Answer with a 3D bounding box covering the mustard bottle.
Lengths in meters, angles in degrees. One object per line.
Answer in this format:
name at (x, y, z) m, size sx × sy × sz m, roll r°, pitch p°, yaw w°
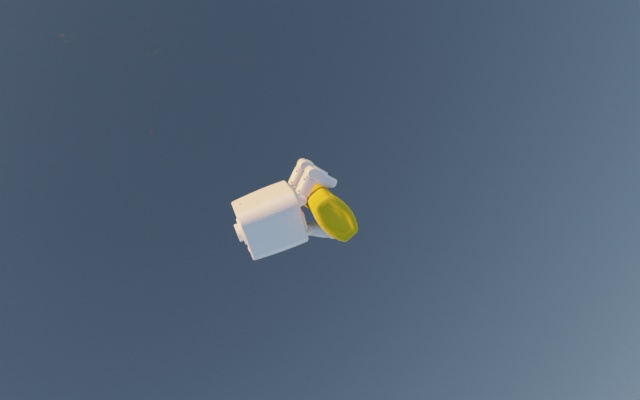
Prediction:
mustard bottle at (0.001, 0.003, 0.879) m, size 0.096 × 0.058 × 0.191 m, roll 46°, pitch 0°, yaw -25°
